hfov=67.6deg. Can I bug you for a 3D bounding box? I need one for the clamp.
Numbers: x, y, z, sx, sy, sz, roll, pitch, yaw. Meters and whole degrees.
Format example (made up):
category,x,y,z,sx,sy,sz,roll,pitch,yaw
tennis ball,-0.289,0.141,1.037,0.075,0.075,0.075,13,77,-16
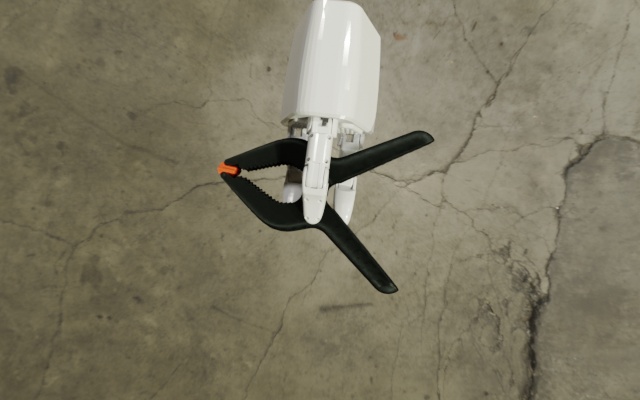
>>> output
category,x,y,z,sx,sy,sz,roll,pitch,yaw
clamp,0.000,0.001,0.477,0.210,0.164,0.036,7,-3,4
